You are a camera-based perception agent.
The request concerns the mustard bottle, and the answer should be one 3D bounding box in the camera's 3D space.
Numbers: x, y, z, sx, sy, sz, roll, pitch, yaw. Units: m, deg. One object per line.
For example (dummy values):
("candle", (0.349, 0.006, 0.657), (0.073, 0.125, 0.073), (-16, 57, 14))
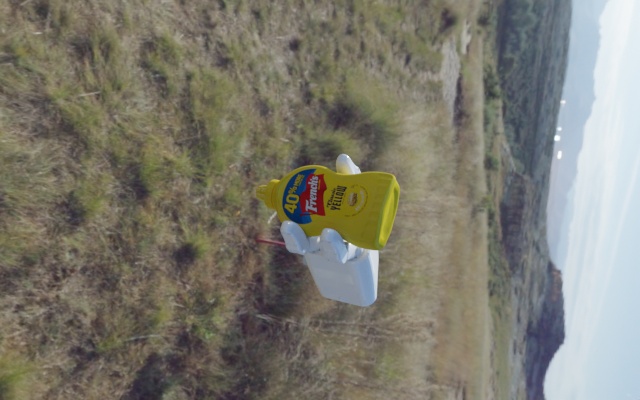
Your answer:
("mustard bottle", (0.000, 0.002, 0.624), (0.191, 0.096, 0.058), (9, -20, 25))
